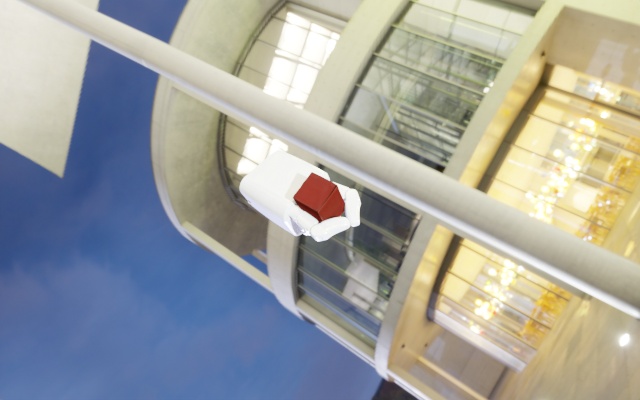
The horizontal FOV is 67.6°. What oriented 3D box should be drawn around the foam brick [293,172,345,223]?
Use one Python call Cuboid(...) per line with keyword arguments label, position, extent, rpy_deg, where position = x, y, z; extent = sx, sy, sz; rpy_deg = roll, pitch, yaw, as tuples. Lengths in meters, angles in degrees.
Cuboid(label="foam brick", position=(0.000, 0.002, 0.741), extent=(0.051, 0.053, 0.078), rpy_deg=(30, -15, 25))
